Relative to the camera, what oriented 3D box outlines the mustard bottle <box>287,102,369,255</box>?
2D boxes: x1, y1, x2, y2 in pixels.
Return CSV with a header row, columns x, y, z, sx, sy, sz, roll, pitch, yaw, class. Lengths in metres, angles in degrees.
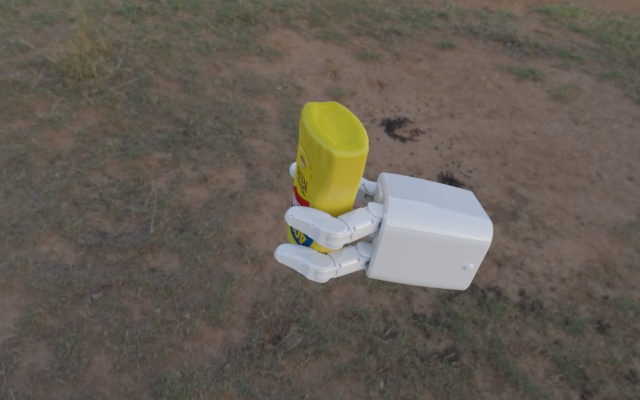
x,y,z,sx,sy,sz,roll,pitch,yaw,class
0.000,0.001,0.498,0.058,0.192,0.096,-7,43,-19,mustard bottle
